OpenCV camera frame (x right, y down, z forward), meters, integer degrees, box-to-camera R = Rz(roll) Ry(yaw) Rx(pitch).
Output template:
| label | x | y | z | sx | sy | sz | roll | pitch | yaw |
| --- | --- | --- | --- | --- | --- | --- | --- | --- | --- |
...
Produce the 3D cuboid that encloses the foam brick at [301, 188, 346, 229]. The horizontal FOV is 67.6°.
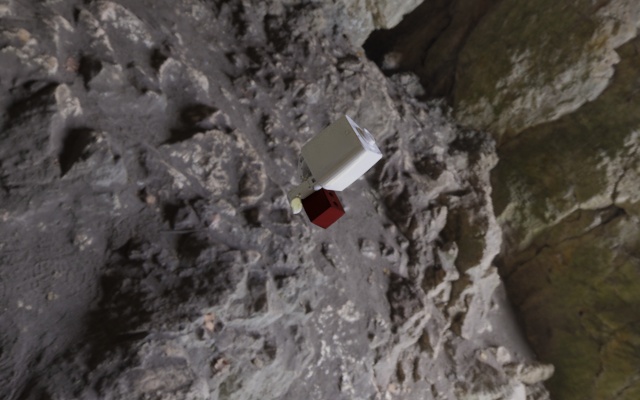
| label | x | y | z | sx | sy | sz | roll | pitch | yaw |
| --- | --- | --- | --- | --- | --- | --- | --- | --- | --- |
| foam brick | 0.000 | 0.003 | 0.880 | 0.051 | 0.078 | 0.053 | -37 | -32 | 18 |
